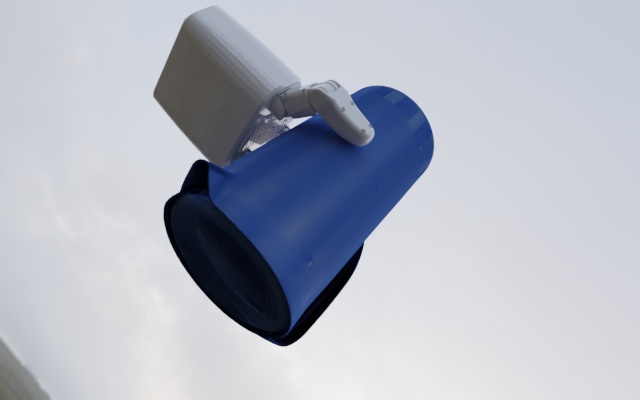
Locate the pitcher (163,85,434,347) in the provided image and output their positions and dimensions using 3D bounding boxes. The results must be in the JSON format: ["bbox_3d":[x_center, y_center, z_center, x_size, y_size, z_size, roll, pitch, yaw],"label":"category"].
[{"bbox_3d":[0.000,0.001,0.426,0.242,0.145,0.149,-40,-9,-36],"label":"pitcher"}]
